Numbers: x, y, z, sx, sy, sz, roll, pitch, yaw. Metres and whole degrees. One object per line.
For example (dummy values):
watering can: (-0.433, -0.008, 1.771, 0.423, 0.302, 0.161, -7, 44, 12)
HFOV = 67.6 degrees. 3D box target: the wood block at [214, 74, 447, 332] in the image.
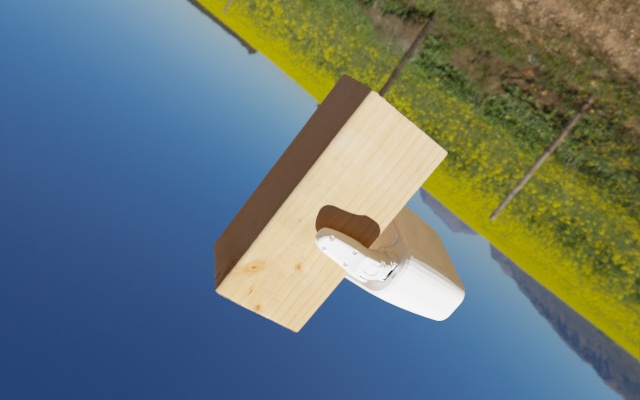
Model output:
wood block: (0.000, 0.002, 0.430, 0.090, 0.206, 0.090, 34, 11, -24)
